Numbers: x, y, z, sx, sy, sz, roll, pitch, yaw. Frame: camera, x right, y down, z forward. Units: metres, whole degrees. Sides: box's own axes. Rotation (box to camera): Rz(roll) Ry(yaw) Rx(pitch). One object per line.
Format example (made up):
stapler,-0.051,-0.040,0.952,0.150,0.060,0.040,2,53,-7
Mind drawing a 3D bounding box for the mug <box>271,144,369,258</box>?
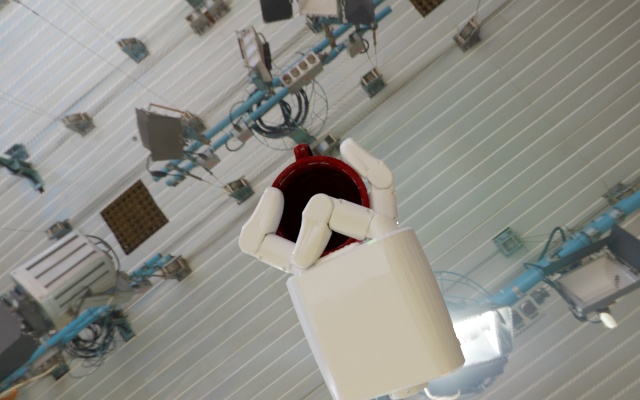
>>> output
mug,0.000,0.000,0.459,0.093,0.117,0.081,-23,-13,7
